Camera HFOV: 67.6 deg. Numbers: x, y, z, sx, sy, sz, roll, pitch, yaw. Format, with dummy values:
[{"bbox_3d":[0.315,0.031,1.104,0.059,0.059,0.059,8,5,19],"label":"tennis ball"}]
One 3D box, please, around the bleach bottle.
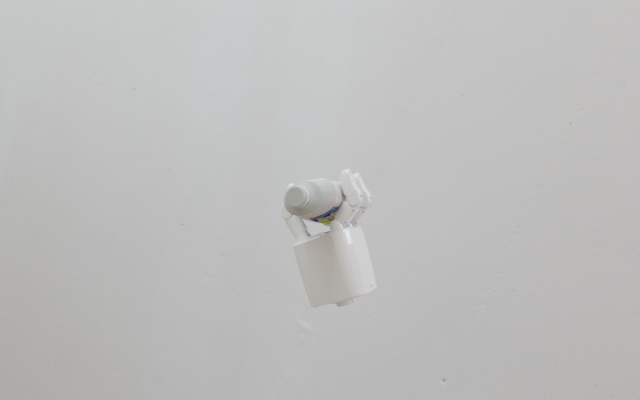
[{"bbox_3d":[0.000,0.002,0.782,0.102,0.068,0.251,-19,-9,19],"label":"bleach bottle"}]
